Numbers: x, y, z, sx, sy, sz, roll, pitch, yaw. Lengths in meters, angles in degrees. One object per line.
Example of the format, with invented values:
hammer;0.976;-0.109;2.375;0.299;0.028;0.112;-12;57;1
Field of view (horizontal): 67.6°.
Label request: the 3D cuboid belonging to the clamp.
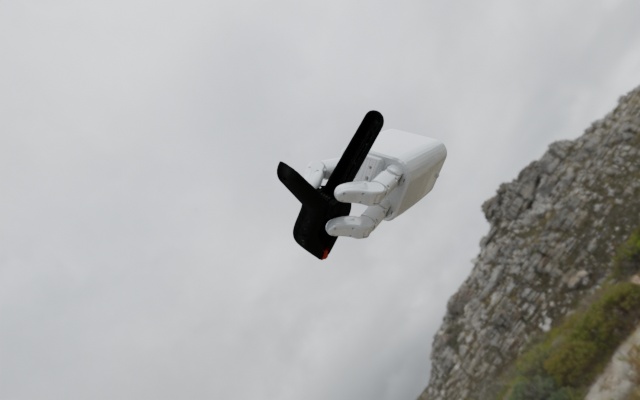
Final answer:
clamp;0.000;0.002;0.583;0.036;0.210;0.164;37;44;27
